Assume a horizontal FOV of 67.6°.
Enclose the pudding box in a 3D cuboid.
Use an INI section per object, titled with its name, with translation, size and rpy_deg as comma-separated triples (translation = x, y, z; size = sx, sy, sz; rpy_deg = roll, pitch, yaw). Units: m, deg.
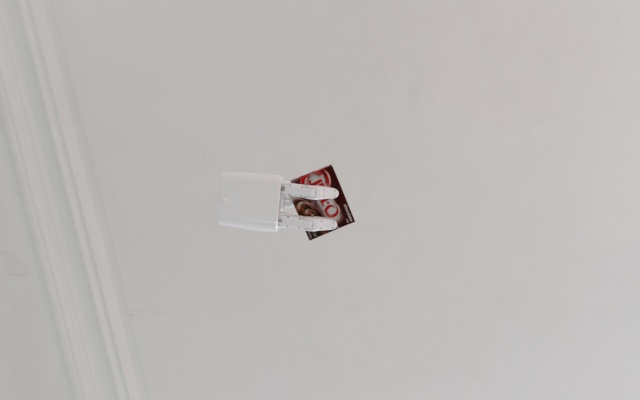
[pudding box]
translation = 0.000, 0.003, 0.856
size = 0.090, 0.113, 0.039
rpy_deg = -23, 7, 3
